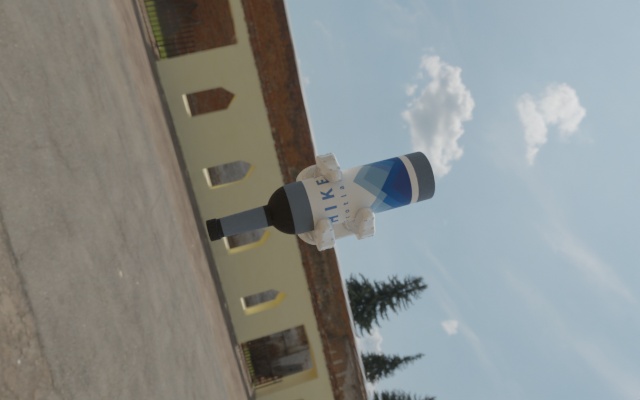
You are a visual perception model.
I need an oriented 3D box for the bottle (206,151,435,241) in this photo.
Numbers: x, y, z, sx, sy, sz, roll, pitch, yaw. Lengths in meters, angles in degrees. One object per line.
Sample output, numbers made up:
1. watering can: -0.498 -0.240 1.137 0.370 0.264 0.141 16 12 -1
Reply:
1. bottle: 0.000 0.002 0.622 0.295 0.069 0.069 -15 2 -9
